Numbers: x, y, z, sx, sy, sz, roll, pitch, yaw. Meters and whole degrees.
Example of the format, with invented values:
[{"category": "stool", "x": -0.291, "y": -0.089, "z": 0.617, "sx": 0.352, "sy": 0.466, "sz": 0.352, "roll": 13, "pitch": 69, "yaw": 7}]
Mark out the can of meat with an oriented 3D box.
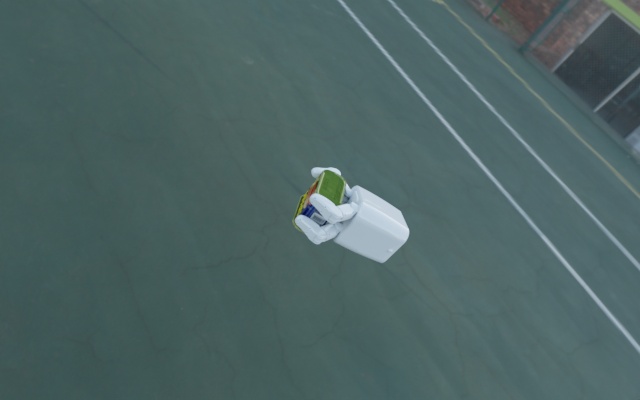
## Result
[{"category": "can of meat", "x": 0.000, "y": 0.003, "z": 0.868, "sx": 0.057, "sy": 0.084, "sz": 0.102, "roll": 31, "pitch": 37, "yaw": -11}]
